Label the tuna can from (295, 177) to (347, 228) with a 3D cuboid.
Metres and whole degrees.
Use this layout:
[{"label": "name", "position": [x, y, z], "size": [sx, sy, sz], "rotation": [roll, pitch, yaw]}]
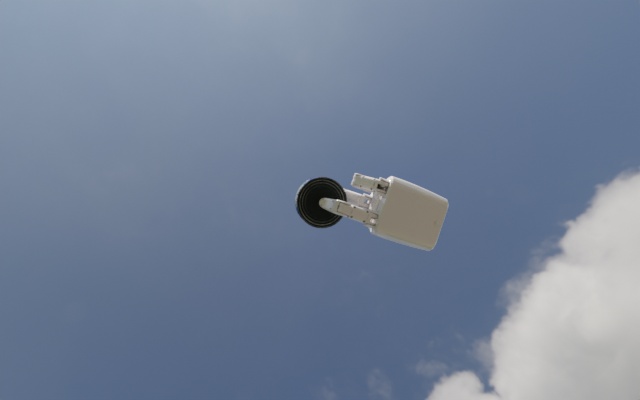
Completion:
[{"label": "tuna can", "position": [0.000, 0.003, 0.809], "size": [0.086, 0.086, 0.034], "rotation": [0, 4, -11]}]
